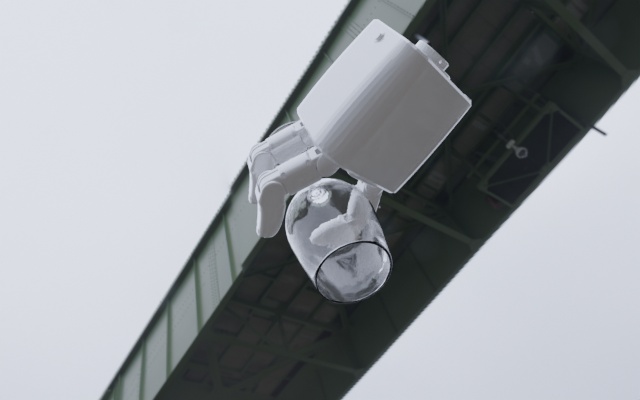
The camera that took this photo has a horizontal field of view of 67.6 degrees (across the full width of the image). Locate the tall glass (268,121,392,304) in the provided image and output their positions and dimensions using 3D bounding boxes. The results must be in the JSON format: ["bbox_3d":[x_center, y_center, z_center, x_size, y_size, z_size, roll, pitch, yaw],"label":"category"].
[{"bbox_3d":[0.000,0.001,0.438,0.079,0.079,0.201,0,33,-18],"label":"tall glass"}]
